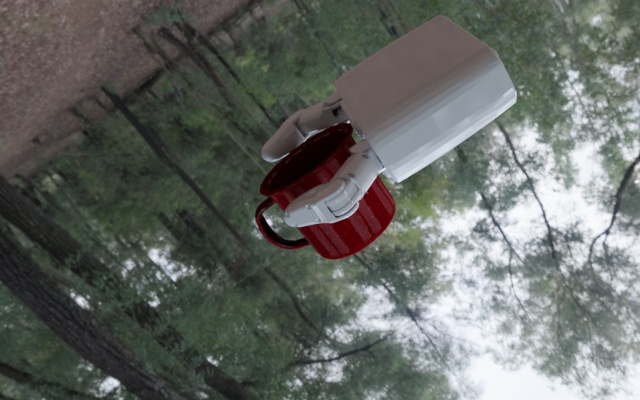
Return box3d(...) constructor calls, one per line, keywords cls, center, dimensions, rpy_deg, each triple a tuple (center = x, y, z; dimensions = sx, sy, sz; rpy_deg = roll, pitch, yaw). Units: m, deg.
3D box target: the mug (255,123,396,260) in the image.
box3d(cls="mug", center=(-0.001, 0.002, 0.405), dimensions=(0.117, 0.081, 0.093), rpy_deg=(-33, 20, 11))
